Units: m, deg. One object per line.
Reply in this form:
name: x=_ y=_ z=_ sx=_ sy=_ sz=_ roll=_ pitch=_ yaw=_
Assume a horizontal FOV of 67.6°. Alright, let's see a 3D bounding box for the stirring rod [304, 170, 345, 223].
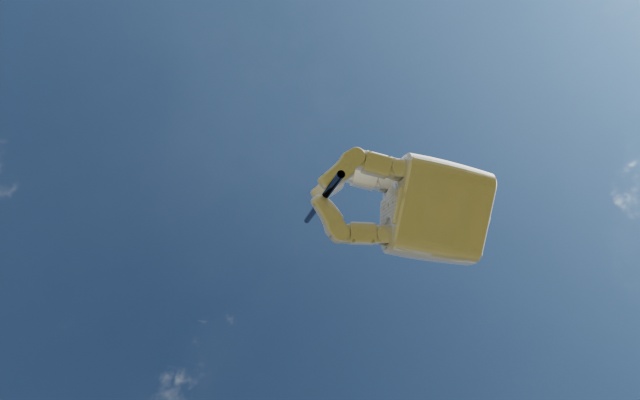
stirring rod: x=0.000 y=0.002 z=0.567 sx=0.011 sy=0.011 sz=0.239 roll=0 pitch=-13 yaw=-10
